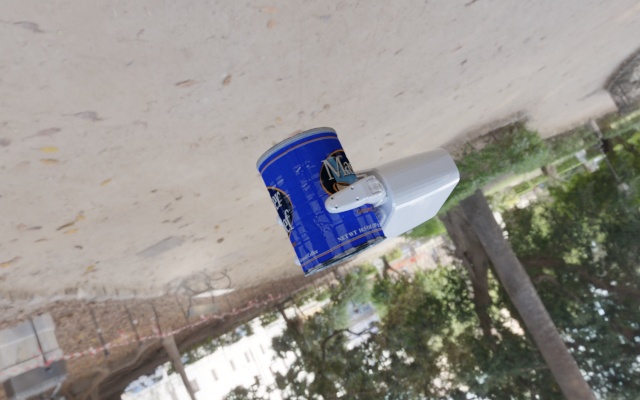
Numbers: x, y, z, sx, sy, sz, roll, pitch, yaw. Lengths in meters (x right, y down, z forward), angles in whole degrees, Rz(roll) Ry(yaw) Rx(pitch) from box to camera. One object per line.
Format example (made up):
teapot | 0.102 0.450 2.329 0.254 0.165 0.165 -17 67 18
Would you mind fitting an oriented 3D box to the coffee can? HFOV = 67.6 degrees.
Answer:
coffee can | 0.000 0.002 0.549 0.103 0.140 0.103 -24 -10 -5
